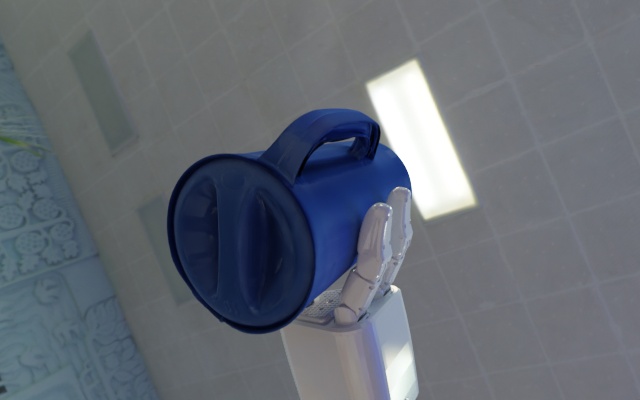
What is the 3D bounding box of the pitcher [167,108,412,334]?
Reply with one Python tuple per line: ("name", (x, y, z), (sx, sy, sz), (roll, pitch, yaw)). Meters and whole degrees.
("pitcher", (0.000, 0.002, 0.429), (0.149, 0.145, 0.243), (-11, 7, 32))
